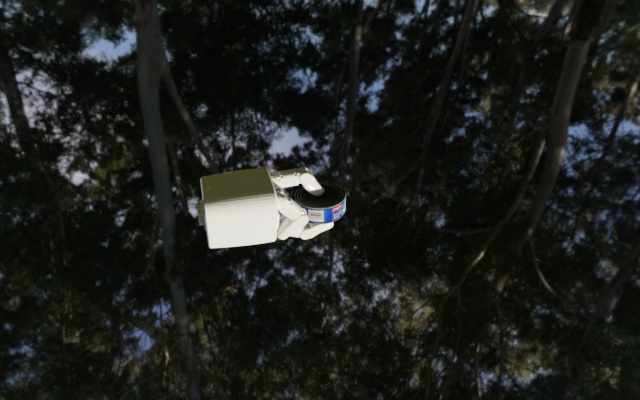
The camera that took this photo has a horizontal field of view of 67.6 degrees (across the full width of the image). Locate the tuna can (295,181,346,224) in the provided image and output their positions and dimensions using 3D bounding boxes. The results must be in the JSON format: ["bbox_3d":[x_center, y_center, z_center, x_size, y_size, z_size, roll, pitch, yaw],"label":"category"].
[{"bbox_3d":[0.000,0.003,0.800,0.086,0.034,0.086,-1,33,1],"label":"tuna can"}]
